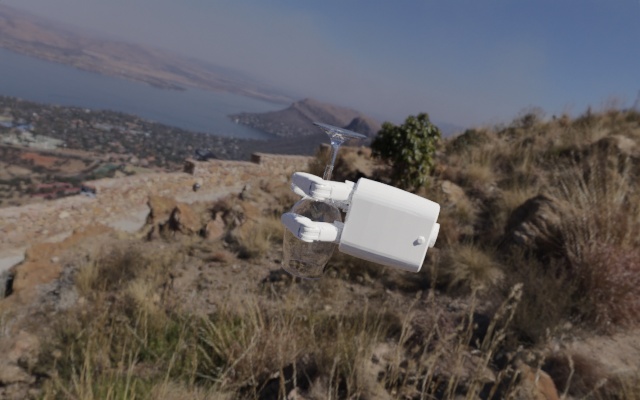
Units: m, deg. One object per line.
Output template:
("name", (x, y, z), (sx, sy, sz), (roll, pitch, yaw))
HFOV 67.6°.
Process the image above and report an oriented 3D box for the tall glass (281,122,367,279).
("tall glass", (0.000, 0.001, 0.643), (0.079, 0.201, 0.079), (15, 12, -3))
